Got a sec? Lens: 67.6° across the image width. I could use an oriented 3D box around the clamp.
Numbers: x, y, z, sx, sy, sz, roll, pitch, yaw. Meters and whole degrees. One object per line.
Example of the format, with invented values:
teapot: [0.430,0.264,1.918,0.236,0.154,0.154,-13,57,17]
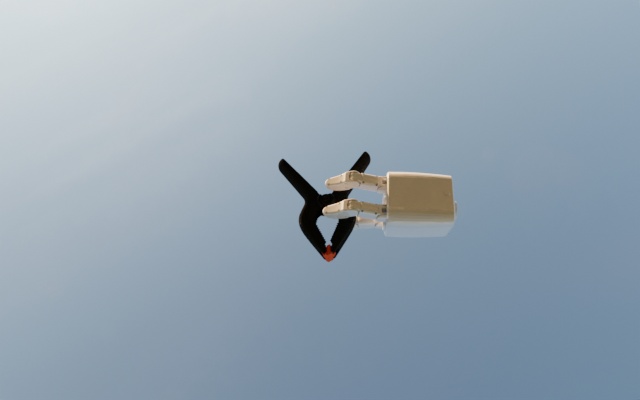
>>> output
clamp: [0.000,0.004,0.810,0.164,0.209,0.036,1,-32,8]
